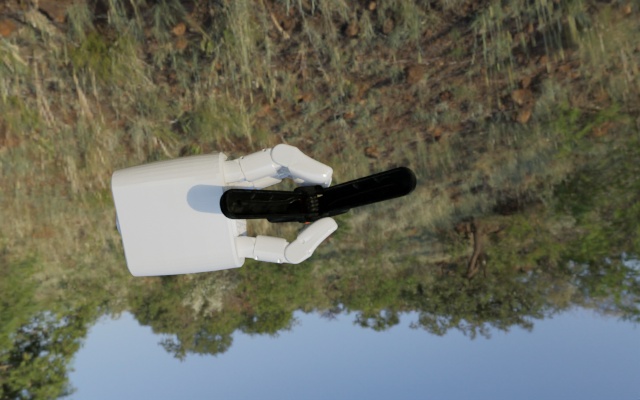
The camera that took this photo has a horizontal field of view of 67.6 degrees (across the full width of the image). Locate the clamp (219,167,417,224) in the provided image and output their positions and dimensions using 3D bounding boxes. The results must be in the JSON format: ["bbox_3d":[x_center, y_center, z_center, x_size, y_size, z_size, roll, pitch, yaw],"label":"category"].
[{"bbox_3d":[0.000,0.002,0.480,0.164,0.036,0.210,-7,-5,0],"label":"clamp"}]
